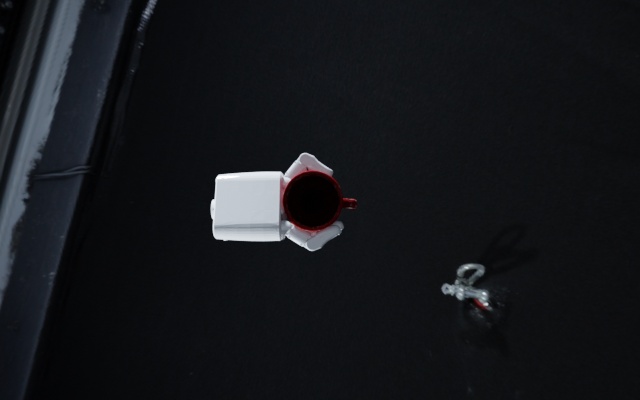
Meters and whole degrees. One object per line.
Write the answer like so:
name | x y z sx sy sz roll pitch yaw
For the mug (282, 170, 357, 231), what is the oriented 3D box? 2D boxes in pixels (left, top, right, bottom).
mug | 0.002 0.002 0.768 0.117 0.093 0.081 0 -3 0
